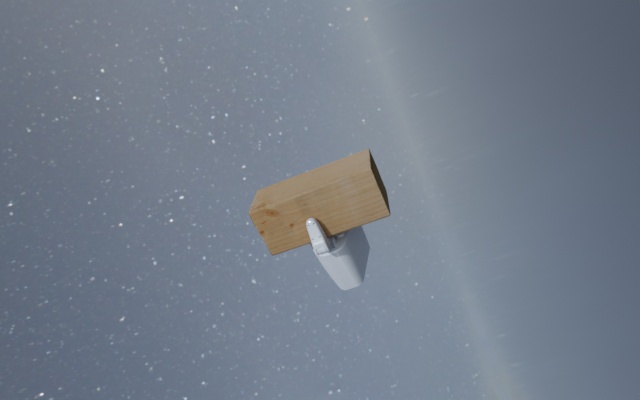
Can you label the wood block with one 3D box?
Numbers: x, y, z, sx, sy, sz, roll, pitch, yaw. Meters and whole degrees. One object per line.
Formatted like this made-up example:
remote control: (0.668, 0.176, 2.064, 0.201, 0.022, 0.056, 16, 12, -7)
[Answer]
wood block: (0.000, 0.003, 0.782, 0.206, 0.090, 0.090, -20, 24, 12)
